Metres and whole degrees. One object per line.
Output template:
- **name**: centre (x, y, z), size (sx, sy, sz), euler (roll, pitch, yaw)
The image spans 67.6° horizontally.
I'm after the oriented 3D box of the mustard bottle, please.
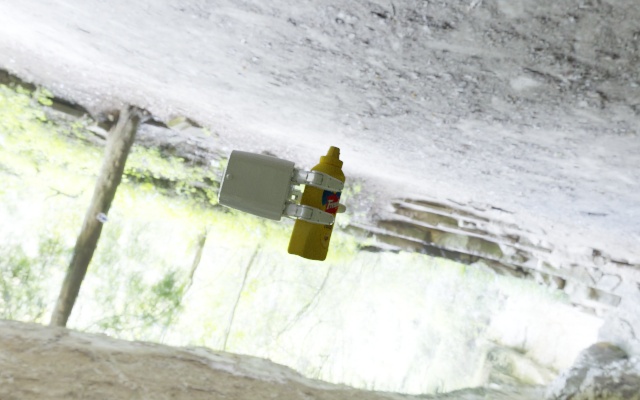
- **mustard bottle**: centre (0.000, 0.003, 0.794), size (0.058, 0.191, 0.096), euler (13, -4, 25)
